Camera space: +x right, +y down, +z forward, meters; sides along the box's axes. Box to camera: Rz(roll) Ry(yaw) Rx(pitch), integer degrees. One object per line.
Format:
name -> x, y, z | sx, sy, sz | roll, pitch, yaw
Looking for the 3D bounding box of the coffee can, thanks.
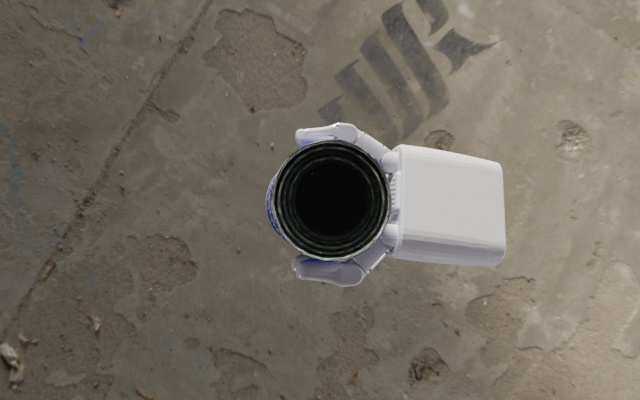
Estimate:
coffee can -> 0.000, 0.001, 0.465 | 0.103, 0.103, 0.140 | 0, -1, -8
